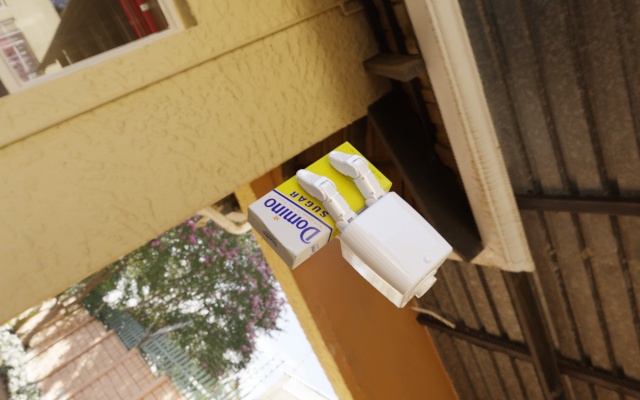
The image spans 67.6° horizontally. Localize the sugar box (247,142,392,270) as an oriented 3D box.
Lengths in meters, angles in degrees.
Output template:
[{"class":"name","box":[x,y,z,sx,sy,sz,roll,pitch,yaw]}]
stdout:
[{"class":"sugar box","box":[0.000,0.002,0.632,0.176,0.093,0.048,-35,-21,-29]}]
